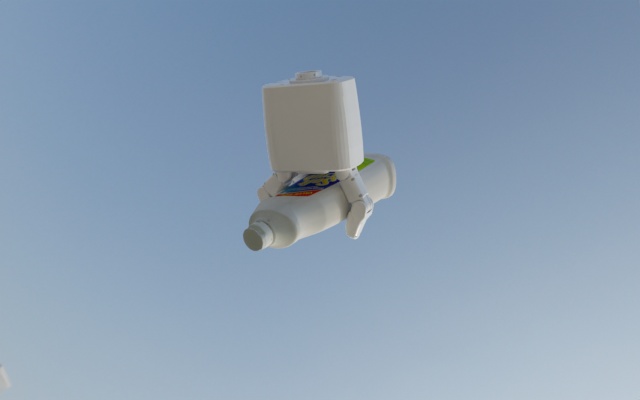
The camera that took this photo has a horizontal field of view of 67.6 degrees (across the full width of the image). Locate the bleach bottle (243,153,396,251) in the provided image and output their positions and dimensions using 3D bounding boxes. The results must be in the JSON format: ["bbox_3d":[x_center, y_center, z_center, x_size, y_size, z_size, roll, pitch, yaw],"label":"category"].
[{"bbox_3d":[0.000,0.002,0.619,0.102,0.068,0.250,7,24,33],"label":"bleach bottle"}]
